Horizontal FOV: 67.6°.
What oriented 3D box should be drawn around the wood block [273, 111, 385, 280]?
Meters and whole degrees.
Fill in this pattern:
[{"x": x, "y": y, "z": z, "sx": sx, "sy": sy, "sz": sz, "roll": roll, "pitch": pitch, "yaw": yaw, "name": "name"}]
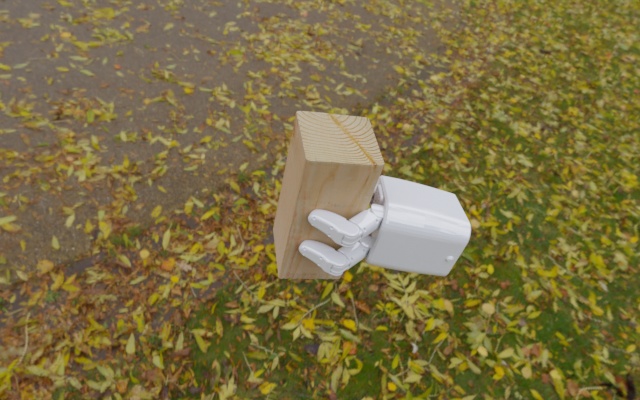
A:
[{"x": 0.000, "y": 0.002, "z": 0.598, "sx": 0.090, "sy": 0.090, "sz": 0.206, "roll": 3, "pitch": -45, "yaw": -14, "name": "wood block"}]
